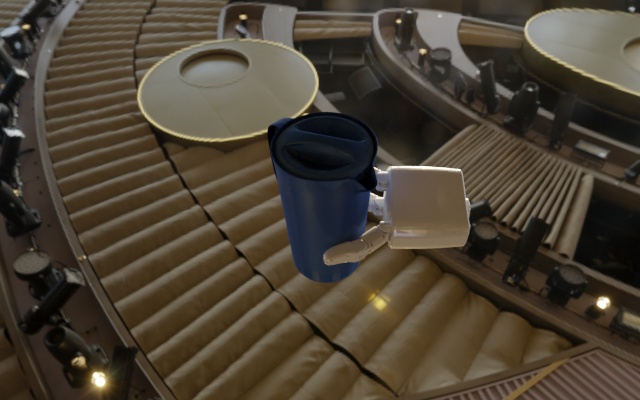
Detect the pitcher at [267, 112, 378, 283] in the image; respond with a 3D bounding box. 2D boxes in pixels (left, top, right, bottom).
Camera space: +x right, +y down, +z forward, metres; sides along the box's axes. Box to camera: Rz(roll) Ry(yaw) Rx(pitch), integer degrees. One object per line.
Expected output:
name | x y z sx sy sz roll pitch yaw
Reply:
pitcher | 0.000 0.002 0.678 0.145 0.149 0.243 -1 -43 0
